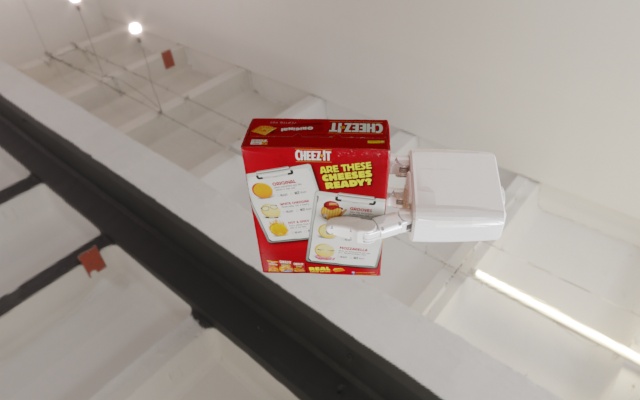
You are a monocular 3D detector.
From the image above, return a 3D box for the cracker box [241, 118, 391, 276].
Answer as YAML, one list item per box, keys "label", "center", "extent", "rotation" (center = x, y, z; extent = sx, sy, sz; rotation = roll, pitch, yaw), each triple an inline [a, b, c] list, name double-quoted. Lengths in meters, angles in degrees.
- label: "cracker box"
  center: [0.000, 0.002, 0.603]
  extent: [0.164, 0.214, 0.072]
  rotation: [1, 42, 4]
